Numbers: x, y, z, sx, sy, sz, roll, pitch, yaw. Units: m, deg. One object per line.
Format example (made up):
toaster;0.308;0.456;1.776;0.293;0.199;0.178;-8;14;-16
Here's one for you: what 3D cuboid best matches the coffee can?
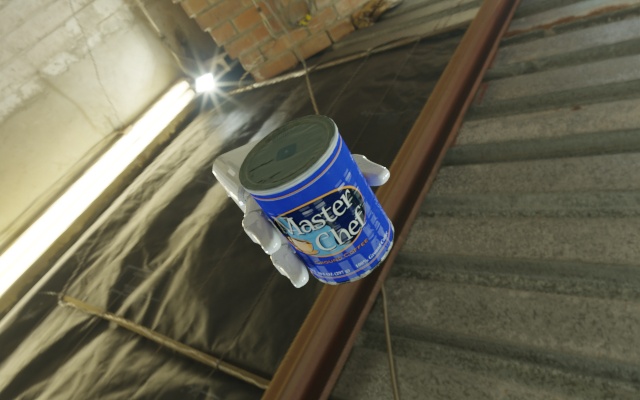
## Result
coffee can;0.000;0.001;0.476;0.103;0.102;0.140;0;-43;39
